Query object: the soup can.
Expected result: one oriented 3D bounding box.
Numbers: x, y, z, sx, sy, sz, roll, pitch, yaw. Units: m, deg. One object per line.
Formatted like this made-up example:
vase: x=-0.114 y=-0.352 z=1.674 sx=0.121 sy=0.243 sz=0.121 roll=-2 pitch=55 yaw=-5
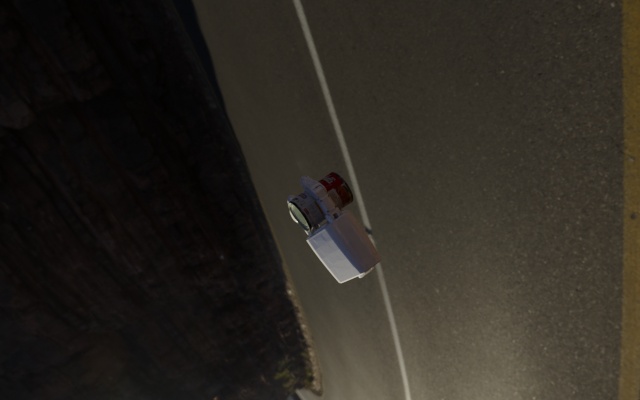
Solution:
soup can: x=0.000 y=0.003 z=0.878 sx=0.102 sy=0.068 sz=0.068 roll=-35 pitch=12 yaw=-17
